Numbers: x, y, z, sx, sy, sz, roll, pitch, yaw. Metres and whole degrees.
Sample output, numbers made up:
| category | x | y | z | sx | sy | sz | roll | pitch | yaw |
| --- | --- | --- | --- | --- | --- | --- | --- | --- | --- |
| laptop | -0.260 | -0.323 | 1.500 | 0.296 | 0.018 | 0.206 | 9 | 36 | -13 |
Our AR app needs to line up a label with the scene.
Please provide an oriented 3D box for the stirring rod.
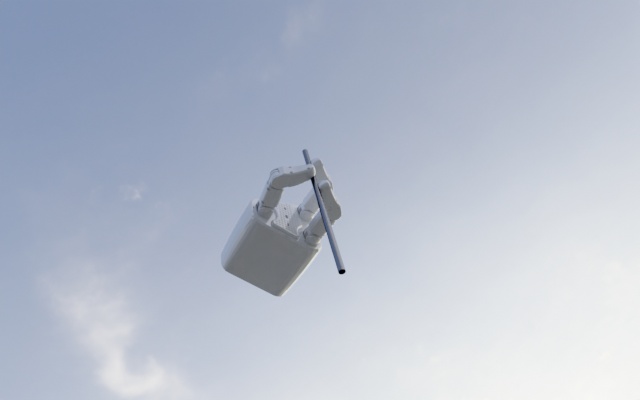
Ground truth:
| category | x | y | z | sx | sy | sz | roll | pitch | yaw |
| --- | --- | --- | --- | --- | --- | --- | --- | --- | --- |
| stirring rod | 0.000 | 0.002 | 0.586 | 0.011 | 0.011 | 0.239 | 0 | 37 | -13 |
